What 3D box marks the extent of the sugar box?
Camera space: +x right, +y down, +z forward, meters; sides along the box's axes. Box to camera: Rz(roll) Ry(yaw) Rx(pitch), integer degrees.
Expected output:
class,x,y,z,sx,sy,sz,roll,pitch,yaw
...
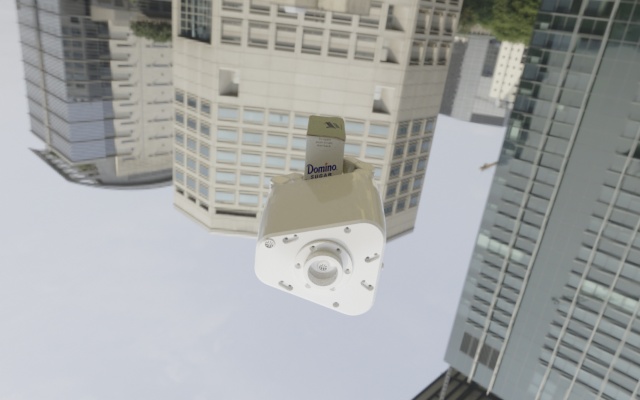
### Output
class,x,y,z,sx,sy,sz,roll,pitch,yaw
sugar box,0.001,0.002,0.533,0.048,0.176,0.093,6,23,-2
